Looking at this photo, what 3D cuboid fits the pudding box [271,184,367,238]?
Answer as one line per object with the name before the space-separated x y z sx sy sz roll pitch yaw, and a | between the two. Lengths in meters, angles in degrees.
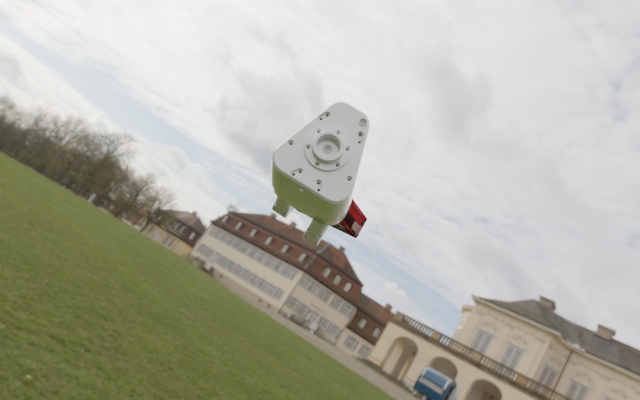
pudding box | 0.000 0.002 0.662 0.113 0.039 0.090 26 -14 32
